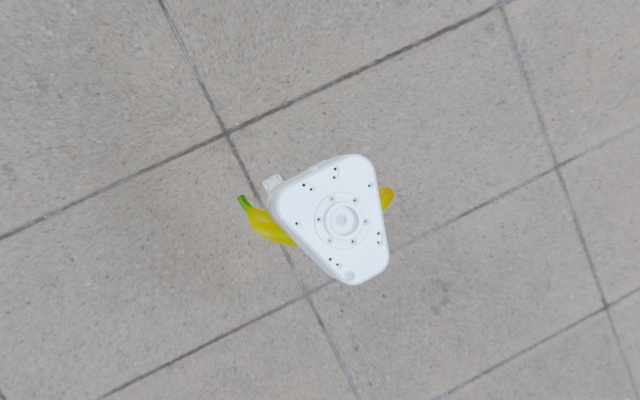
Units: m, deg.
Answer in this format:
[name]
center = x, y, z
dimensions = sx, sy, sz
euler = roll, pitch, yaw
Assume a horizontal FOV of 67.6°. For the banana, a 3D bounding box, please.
[banana]
center = -0.002, 0.021, 0.588
dimensions = 0.198, 0.069, 0.037
euler = -3, -8, -7
